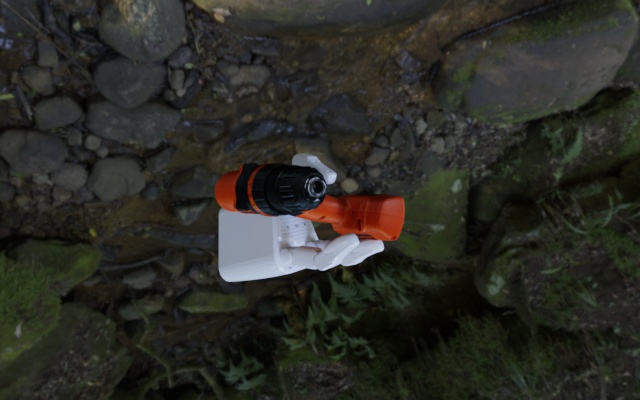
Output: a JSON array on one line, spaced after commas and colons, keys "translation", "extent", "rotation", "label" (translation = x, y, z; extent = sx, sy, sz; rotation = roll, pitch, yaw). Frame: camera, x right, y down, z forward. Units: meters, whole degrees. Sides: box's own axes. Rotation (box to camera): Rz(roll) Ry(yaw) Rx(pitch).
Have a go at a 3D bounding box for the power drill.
[{"translation": [0.000, 0.002, 0.518], "extent": [0.188, 0.057, 0.184], "rotation": [15, -7, -34], "label": "power drill"}]
